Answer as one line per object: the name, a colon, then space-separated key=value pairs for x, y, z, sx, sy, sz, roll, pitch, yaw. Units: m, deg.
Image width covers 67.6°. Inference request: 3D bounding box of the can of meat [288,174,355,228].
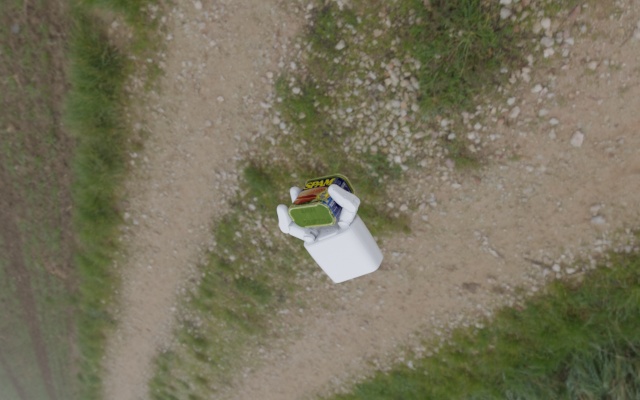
can of meat: x=0.000 y=0.003 z=0.874 sx=0.102 sy=0.057 sz=0.084 roll=-8 pitch=35 yaw=39
